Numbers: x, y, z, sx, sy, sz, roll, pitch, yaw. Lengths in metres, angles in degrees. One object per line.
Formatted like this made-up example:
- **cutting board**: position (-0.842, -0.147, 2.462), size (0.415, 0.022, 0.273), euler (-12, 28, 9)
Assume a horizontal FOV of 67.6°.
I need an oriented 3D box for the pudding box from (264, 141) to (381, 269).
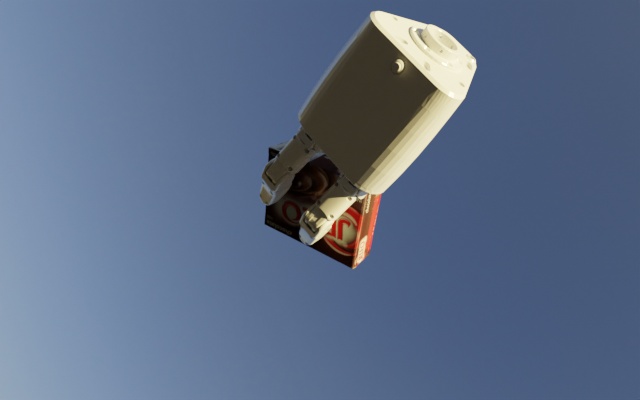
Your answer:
- **pudding box**: position (0.000, 0.001, 0.462), size (0.113, 0.090, 0.039), euler (25, 34, 28)
